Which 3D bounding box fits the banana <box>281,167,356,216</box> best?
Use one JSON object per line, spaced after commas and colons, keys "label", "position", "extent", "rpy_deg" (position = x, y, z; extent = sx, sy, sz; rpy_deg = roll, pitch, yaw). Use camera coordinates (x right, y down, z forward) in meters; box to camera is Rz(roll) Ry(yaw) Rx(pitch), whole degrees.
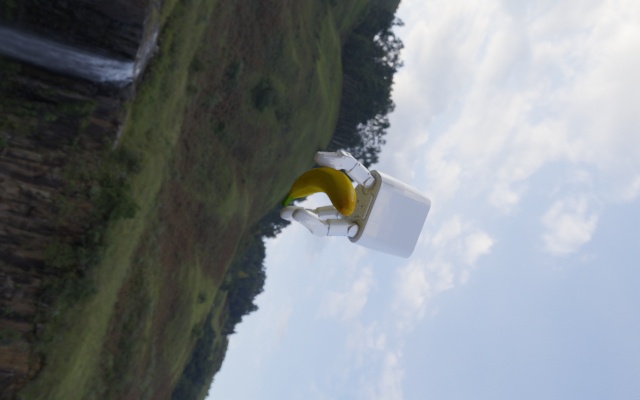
{"label": "banana", "position": [0.005, -0.015, 0.676], "extent": [0.037, 0.069, 0.198], "rpy_deg": [23, -8, -25]}
